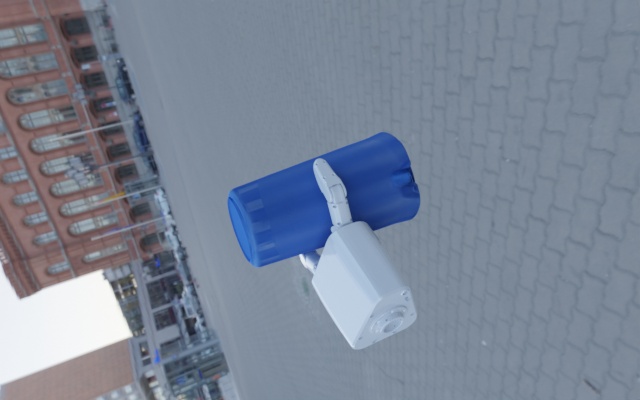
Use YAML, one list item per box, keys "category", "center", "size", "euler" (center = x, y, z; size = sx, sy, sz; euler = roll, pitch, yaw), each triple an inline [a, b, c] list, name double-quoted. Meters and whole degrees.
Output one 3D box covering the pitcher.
- category: "pitcher"
  center: [0.000, 0.002, 0.663]
  size: [0.243, 0.149, 0.145]
  euler: [-19, 50, -19]
